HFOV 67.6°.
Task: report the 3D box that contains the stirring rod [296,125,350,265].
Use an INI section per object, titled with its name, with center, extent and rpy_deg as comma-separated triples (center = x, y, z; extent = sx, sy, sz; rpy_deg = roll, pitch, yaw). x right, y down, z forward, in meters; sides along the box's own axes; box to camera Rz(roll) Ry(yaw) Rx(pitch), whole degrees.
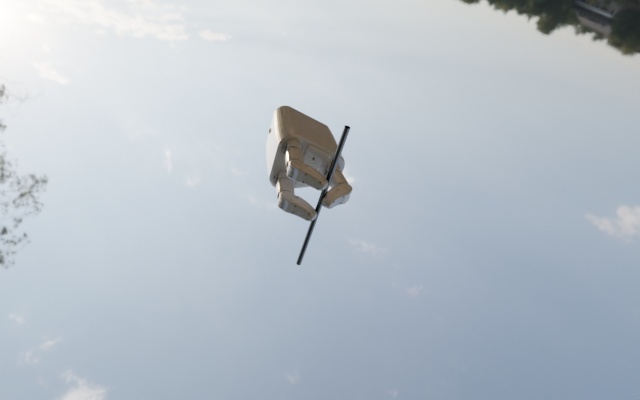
[stirring rod]
center = 0.000, 0.002, 0.665
extent = 0.011, 0.240, 0.011
rpy_deg = 13, 34, -9
